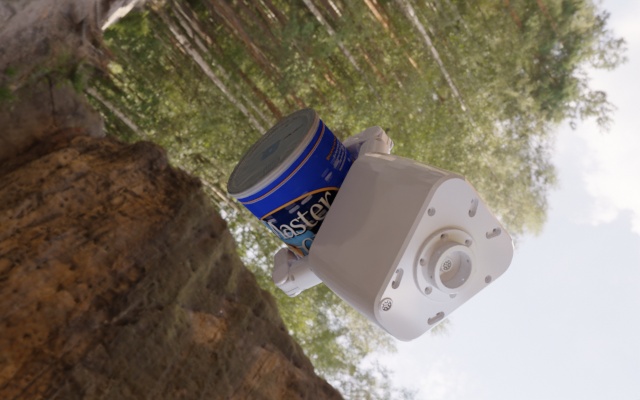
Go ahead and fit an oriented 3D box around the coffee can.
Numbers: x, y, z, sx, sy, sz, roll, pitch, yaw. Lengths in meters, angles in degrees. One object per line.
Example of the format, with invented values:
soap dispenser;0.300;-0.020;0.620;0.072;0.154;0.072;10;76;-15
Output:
coffee can;0.000;0.001;0.439;0.140;0.102;0.103;46;-23;-24
